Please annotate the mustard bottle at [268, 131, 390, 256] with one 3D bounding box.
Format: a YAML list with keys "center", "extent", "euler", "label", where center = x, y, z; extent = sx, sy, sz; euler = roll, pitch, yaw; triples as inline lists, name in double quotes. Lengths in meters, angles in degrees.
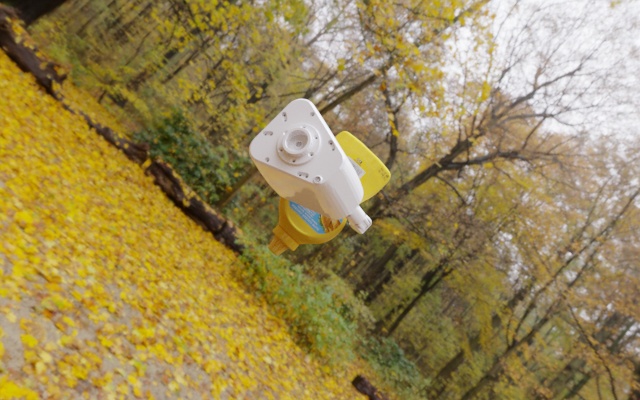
- center: [0.000, 0.002, 0.663]
  extent: [0.096, 0.191, 0.058]
  euler: [44, -5, 0]
  label: "mustard bottle"
